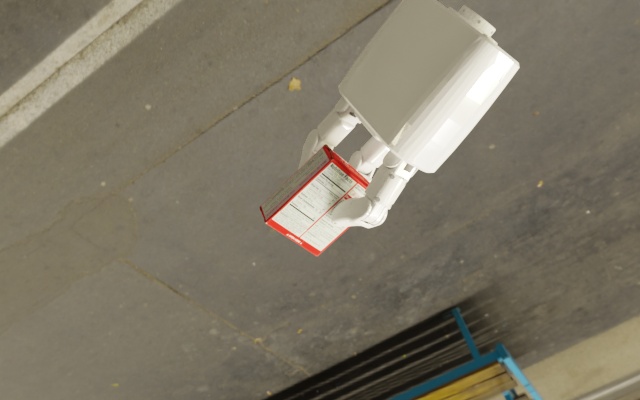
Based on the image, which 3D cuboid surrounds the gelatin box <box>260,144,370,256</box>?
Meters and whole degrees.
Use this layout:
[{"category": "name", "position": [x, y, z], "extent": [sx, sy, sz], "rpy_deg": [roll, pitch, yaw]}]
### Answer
[{"category": "gelatin box", "position": [0.000, 0.002, 0.449], "extent": [0.073, 0.089, 0.030], "rpy_deg": [36, 17, -36]}]
